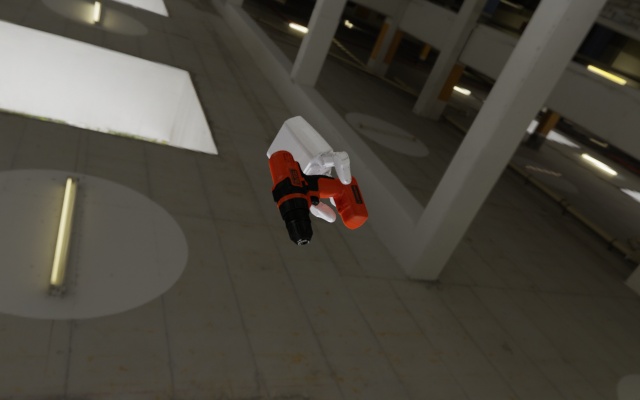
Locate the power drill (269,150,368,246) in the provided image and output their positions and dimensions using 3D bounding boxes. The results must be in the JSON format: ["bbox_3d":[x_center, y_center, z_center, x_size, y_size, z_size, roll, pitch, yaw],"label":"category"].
[{"bbox_3d":[0.000,0.003,0.863,0.188,0.184,0.057,12,-38,-42],"label":"power drill"}]
